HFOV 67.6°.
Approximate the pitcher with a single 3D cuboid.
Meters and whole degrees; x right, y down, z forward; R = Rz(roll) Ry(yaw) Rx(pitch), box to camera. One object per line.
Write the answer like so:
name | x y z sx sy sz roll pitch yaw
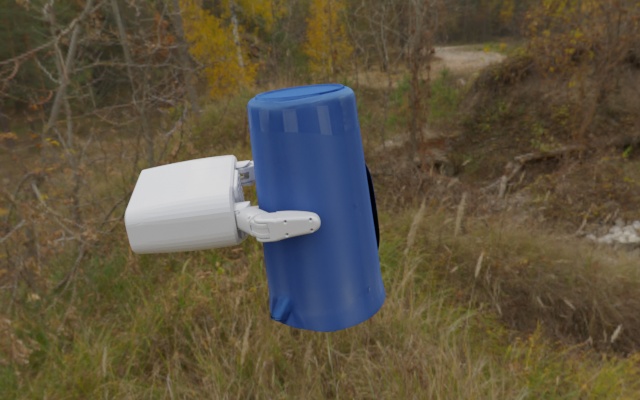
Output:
pitcher | 0.000 0.002 0.518 0.145 0.243 0.149 -8 19 -3
